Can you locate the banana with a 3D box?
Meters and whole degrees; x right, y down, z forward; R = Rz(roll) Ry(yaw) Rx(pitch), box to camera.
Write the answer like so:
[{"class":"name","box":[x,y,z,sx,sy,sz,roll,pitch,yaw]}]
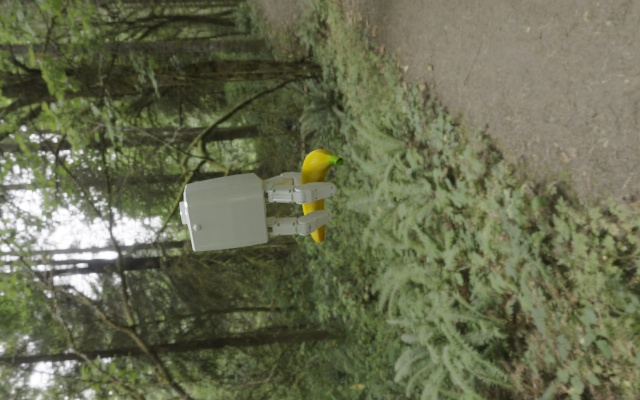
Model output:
[{"class":"banana","box":[-0.006,-0.014,0.729,0.037,0.069,0.198,-13,-36,-17]}]
